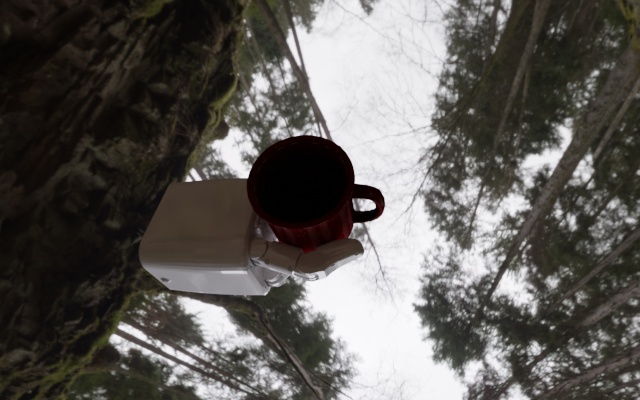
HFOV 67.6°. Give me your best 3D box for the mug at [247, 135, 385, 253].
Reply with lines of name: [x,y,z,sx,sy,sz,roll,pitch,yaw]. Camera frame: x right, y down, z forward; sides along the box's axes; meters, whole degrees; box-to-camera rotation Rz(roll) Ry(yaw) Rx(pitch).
mug: [0.002,0.001,0.435,0.117,0.093,0.081,1,-29,10]
